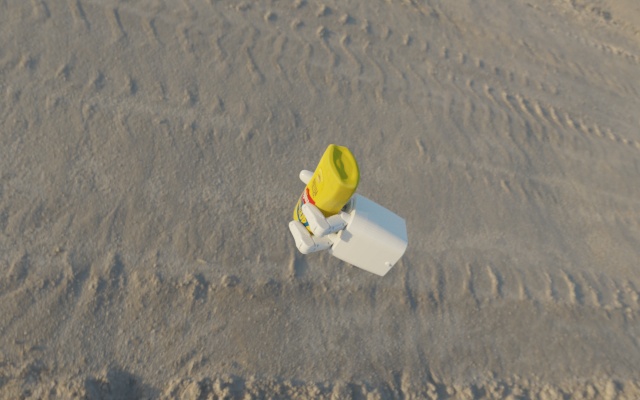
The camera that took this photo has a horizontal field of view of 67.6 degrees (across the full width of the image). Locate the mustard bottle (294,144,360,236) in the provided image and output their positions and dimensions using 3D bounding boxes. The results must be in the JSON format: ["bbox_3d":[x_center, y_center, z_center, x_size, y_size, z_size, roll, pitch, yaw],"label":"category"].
[{"bbox_3d":[0.000,0.002,0.811,0.058,0.096,0.192,8,-43,-24],"label":"mustard bottle"}]
